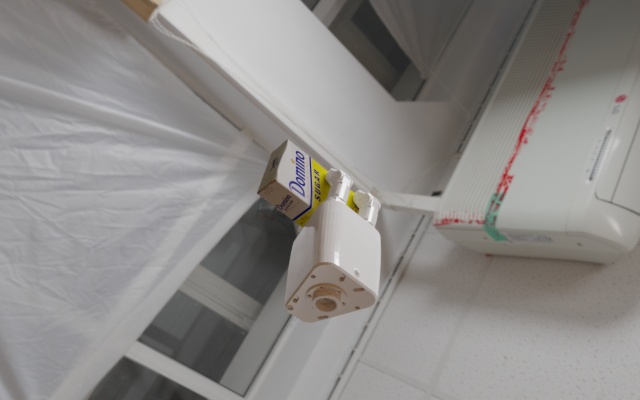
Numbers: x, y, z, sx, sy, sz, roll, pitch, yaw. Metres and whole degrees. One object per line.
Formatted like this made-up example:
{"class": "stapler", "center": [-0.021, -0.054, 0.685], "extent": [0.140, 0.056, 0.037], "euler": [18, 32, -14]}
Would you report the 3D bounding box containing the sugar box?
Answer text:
{"class": "sugar box", "center": [0.001, 0.002, 0.669], "extent": [0.176, 0.093, 0.048], "euler": [40, -54, -24]}
